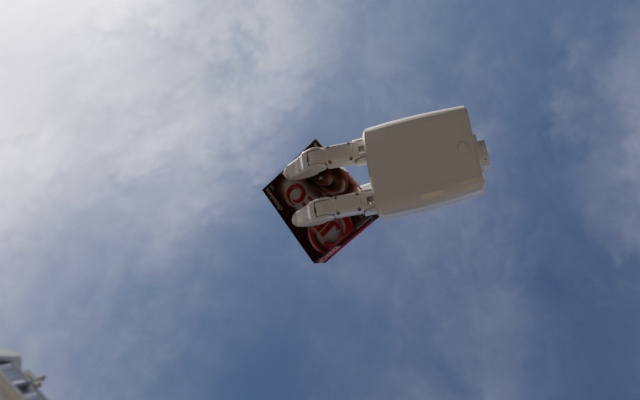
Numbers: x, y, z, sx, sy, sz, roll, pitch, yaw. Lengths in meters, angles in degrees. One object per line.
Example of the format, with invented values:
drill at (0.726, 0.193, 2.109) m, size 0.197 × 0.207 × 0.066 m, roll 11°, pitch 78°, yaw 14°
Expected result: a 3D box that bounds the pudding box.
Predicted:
pudding box at (0.000, 0.002, 0.546) m, size 0.090 × 0.113 × 0.039 m, roll -42°, pitch -23°, yaw 13°
